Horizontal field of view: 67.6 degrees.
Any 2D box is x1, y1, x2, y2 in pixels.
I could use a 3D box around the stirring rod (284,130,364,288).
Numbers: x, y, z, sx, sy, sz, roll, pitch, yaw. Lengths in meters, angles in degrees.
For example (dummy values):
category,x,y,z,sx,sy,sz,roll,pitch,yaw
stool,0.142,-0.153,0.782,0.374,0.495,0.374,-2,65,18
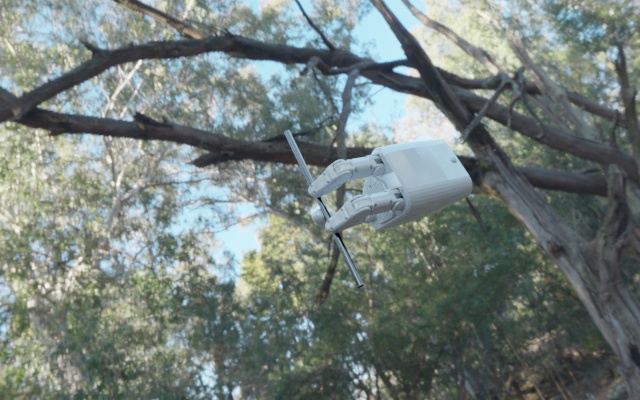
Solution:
category,x,y,z,sx,sy,sz,roll,pitch,yaw
stirring rod,0.000,0.002,0.603,0.011,0.239,0.011,-20,-28,-11
